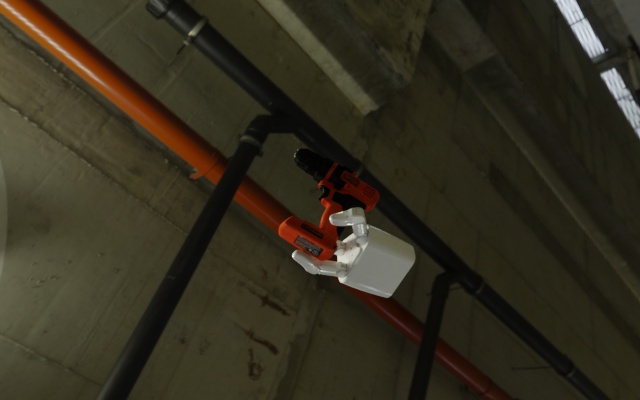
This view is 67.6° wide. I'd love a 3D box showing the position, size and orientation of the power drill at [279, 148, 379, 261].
[{"bbox_3d":[0.000,0.003,0.880,0.184,0.187,0.057,31,-34,2],"label":"power drill"}]
